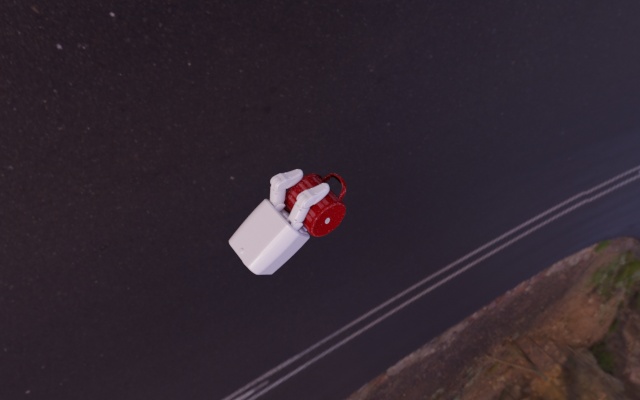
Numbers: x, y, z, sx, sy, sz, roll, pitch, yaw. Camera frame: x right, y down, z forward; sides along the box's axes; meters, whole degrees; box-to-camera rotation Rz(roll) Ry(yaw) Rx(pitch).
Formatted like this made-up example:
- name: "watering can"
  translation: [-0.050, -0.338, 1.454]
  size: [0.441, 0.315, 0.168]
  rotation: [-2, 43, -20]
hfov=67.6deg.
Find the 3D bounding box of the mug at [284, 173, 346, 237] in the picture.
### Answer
- name: "mug"
  translation: [0.001, 0.002, 0.870]
  size: [0.081, 0.117, 0.093]
  rotation: [46, 4, 31]
